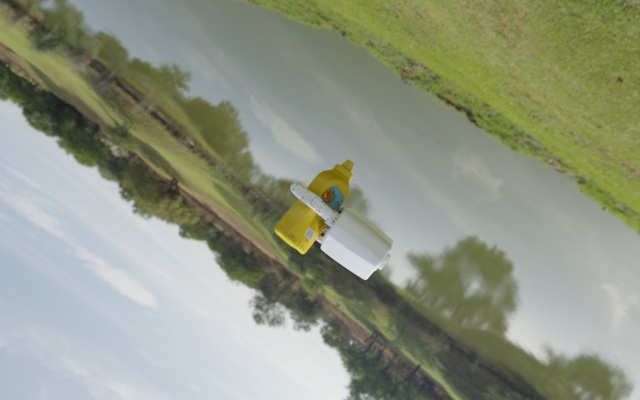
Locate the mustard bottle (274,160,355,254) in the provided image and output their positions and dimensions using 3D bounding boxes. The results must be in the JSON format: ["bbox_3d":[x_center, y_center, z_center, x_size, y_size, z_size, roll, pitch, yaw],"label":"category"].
[{"bbox_3d":[0.000,0.003,0.882,0.058,0.191,0.096,32,-11,32],"label":"mustard bottle"}]
